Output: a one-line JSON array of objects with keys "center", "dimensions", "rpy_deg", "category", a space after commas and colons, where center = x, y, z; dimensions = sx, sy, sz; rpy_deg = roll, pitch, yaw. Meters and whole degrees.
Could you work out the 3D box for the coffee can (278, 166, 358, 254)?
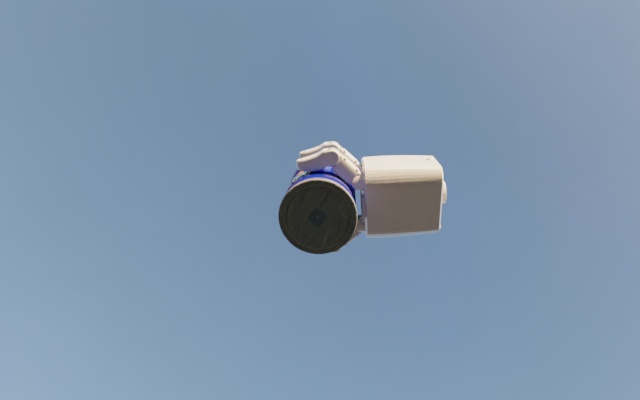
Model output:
[{"center": [0.000, 0.002, 0.682], "dimensions": [0.103, 0.103, 0.140], "rpy_deg": [0, 17, 3], "category": "coffee can"}]
